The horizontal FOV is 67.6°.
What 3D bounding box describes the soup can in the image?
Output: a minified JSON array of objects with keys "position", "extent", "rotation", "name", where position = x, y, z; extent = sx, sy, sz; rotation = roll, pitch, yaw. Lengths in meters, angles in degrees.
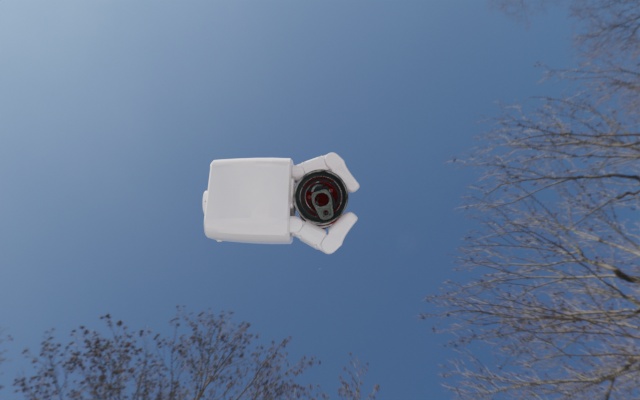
[{"position":[0.001,0.002,0.632],"extent":[0.068,0.068,0.102],"rotation":[0,-8,0],"name":"soup can"}]
